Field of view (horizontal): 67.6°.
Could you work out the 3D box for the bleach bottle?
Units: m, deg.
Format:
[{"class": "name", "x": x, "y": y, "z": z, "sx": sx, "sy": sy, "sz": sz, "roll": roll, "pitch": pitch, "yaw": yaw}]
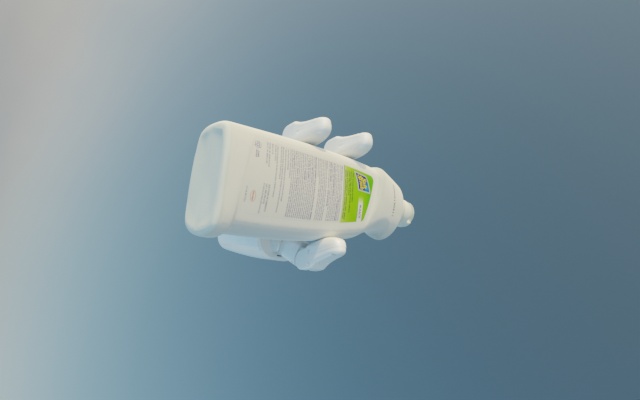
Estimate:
[{"class": "bleach bottle", "x": 0.000, "y": 0.001, "z": 0.475, "sx": 0.251, "sy": 0.102, "sz": 0.068, "roll": 13, "pitch": -9, "yaw": -38}]
